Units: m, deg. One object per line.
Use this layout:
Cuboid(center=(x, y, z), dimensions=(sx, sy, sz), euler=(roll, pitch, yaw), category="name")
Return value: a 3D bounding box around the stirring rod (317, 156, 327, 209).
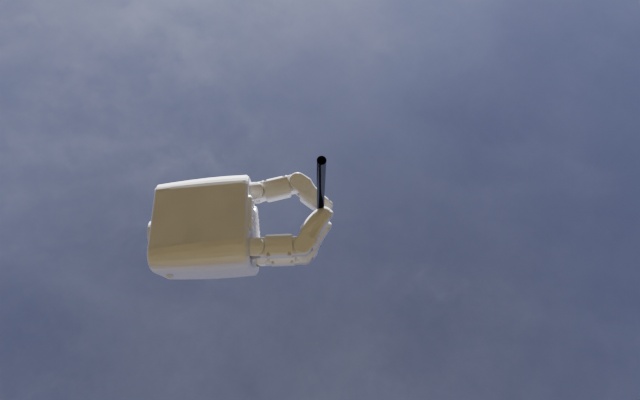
Cuboid(center=(0.000, 0.002, 0.504), dimensions=(0.011, 0.011, 0.240), euler=(0, -17, 0), category="stirring rod")
